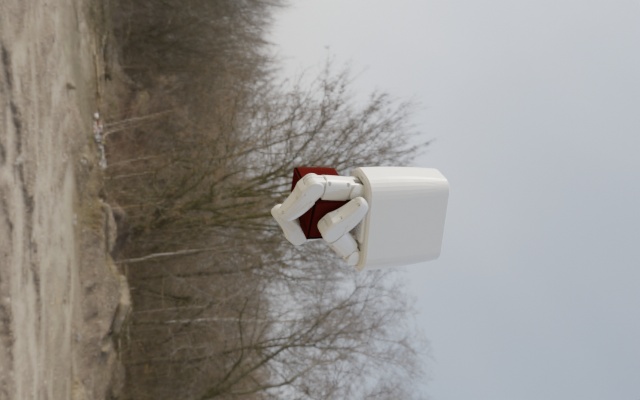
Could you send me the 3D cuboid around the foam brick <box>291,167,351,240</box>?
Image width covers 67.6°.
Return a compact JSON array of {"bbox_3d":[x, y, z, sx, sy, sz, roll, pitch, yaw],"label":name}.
[{"bbox_3d":[0.000,0.002,0.561,0.051,0.053,0.078,-3,36,-20],"label":"foam brick"}]
